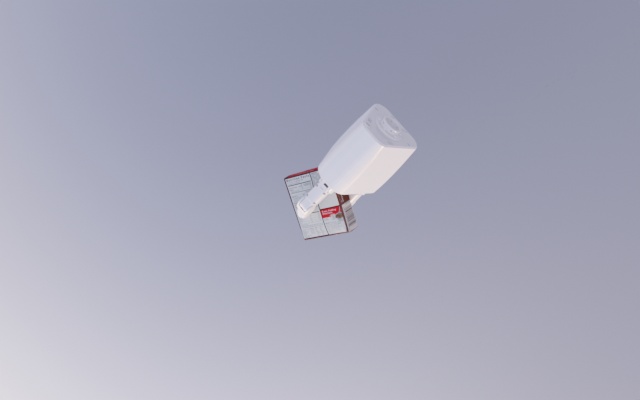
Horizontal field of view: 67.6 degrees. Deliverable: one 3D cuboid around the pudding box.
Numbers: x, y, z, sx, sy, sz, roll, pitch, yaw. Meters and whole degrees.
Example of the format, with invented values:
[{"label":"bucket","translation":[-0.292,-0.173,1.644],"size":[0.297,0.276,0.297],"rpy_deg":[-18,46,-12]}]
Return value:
[{"label":"pudding box","translation":[0.000,0.003,0.775],"size":[0.090,0.113,0.039],"rpy_deg":[-12,9,32]}]
